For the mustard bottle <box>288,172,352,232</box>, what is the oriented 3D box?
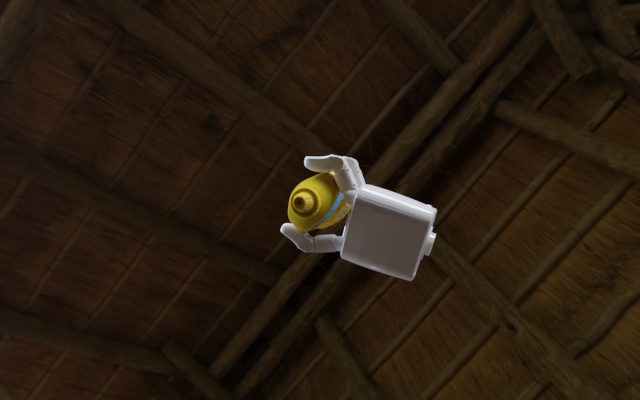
[{"bbox_3d":[0.000,0.002,0.704,0.058,0.096,0.191,43,12,11],"label":"mustard bottle"}]
